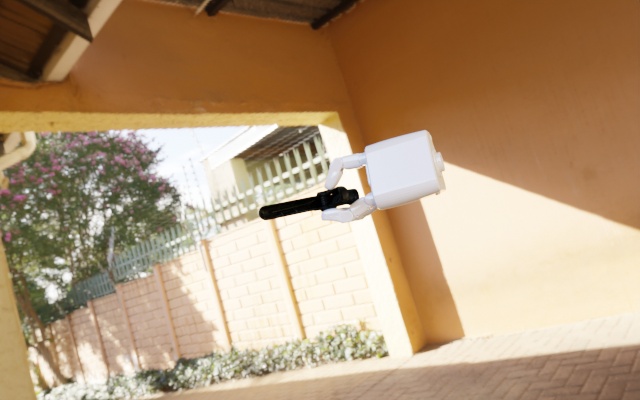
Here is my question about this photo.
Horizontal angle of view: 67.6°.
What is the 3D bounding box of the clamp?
[{"bbox_3d":[0.000,0.002,0.843,0.164,0.036,0.210,-13,-3,21],"label":"clamp"}]
